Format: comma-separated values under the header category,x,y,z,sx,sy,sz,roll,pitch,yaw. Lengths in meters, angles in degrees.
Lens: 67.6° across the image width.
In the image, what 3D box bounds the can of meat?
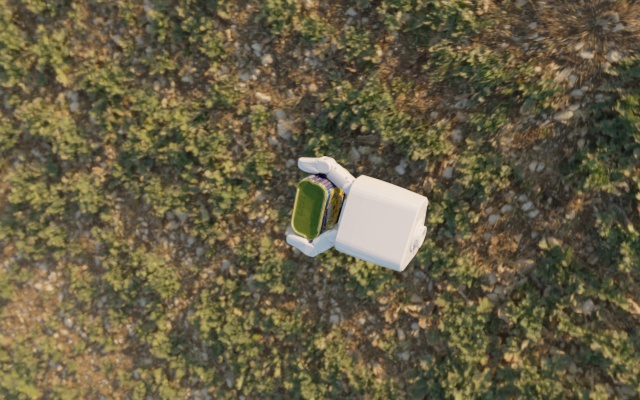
category,x,y,z,sx,sy,sz,roll,pitch,yaw
can of meat,0.000,0.002,0.755,0.057,0.102,0.084,22,27,21
